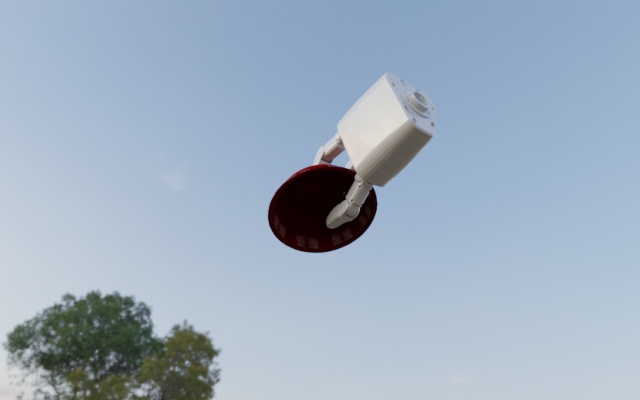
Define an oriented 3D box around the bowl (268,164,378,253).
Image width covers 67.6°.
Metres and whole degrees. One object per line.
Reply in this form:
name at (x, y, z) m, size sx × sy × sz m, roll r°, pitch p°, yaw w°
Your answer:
bowl at (-0.001, 0.003, 0.713) m, size 0.162 × 0.162 × 0.055 m, roll 0°, pitch 37°, yaw -13°
